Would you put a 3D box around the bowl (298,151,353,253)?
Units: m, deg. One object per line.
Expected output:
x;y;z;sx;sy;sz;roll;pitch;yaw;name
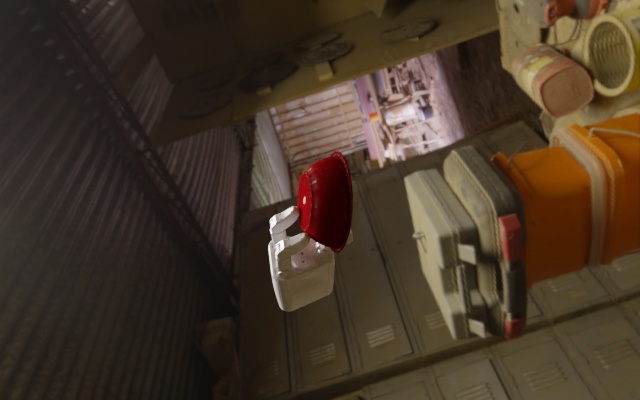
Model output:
0.000;0.001;0.754;0.055;0.162;0.162;1;0;-16;bowl
